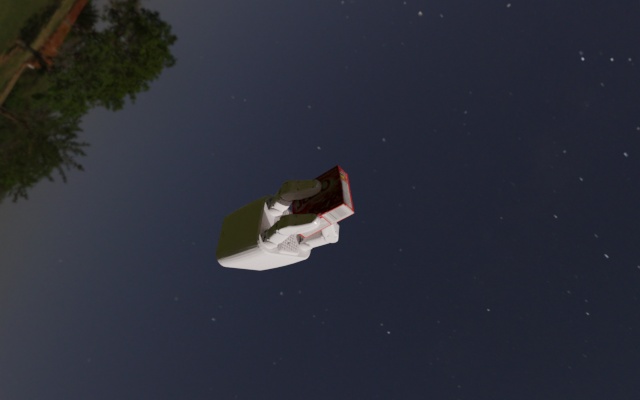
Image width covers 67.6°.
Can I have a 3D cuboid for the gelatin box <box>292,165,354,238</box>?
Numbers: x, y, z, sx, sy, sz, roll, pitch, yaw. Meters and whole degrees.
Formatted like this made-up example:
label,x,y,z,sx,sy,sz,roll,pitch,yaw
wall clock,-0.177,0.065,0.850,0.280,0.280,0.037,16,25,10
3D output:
label,x,y,z,sx,sy,sz,roll,pitch,yaw
gelatin box,0.001,0.002,0.677,0.089,0.073,0.030,-29,-45,25
